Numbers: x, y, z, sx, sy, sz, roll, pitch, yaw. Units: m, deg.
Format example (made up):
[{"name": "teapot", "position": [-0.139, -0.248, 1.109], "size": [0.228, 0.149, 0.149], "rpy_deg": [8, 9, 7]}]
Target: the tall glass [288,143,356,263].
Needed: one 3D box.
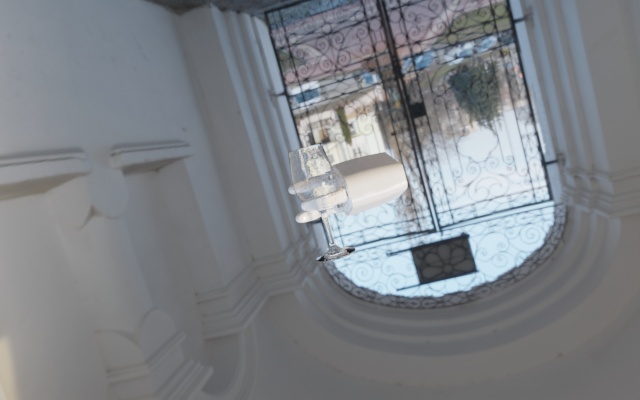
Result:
[{"name": "tall glass", "position": [0.000, 0.003, 0.844], "size": [0.079, 0.201, 0.079], "rpy_deg": [-16, 6, 2]}]
